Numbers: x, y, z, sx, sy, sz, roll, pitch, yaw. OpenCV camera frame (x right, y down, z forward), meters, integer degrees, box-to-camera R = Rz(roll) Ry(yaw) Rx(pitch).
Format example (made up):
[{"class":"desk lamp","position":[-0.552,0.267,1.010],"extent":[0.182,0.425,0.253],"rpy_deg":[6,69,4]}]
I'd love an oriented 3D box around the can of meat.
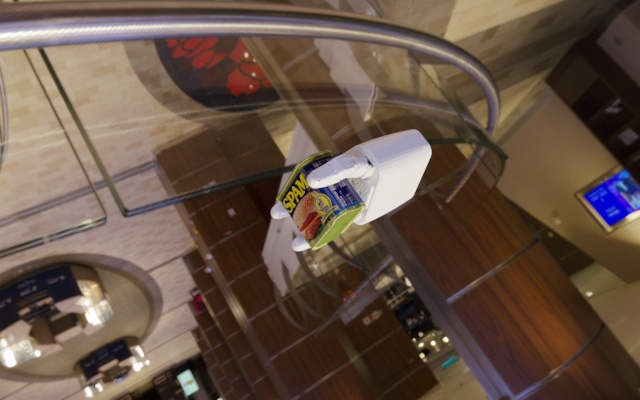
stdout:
[{"class":"can of meat","position":[0.000,0.002,0.597],"extent":[0.057,0.084,0.102],"rpy_deg":[-22,-20,-37]}]
